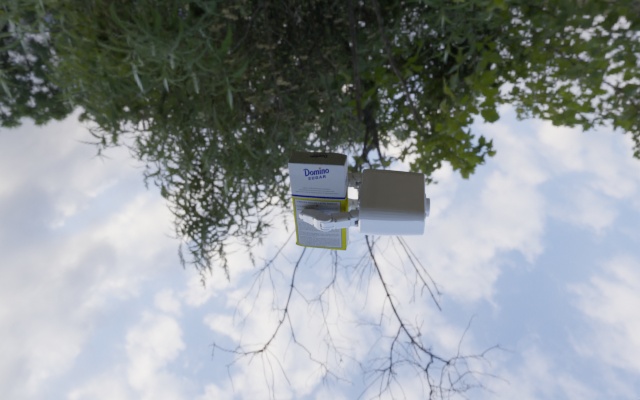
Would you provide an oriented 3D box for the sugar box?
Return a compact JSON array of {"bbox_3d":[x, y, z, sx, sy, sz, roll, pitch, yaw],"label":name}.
[{"bbox_3d":[0.000,0.002,0.808,0.093,0.176,0.048,4,34,9],"label":"sugar box"}]
